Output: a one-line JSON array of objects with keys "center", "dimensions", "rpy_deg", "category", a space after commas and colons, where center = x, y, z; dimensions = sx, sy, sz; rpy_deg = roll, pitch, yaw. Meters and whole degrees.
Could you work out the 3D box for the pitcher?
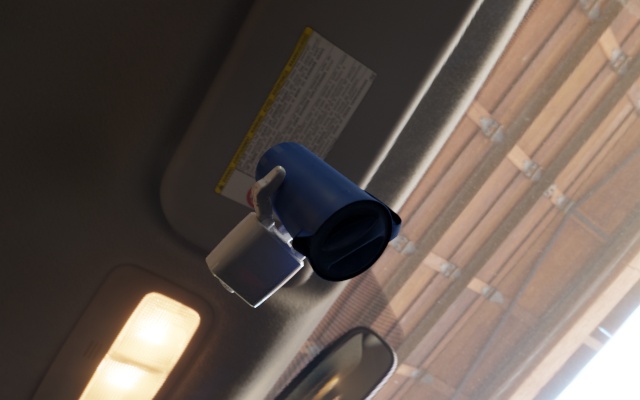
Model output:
[{"center": [0.000, 0.003, 0.741], "dimensions": [0.149, 0.145, 0.242], "rpy_deg": [47, -1, -42], "category": "pitcher"}]
